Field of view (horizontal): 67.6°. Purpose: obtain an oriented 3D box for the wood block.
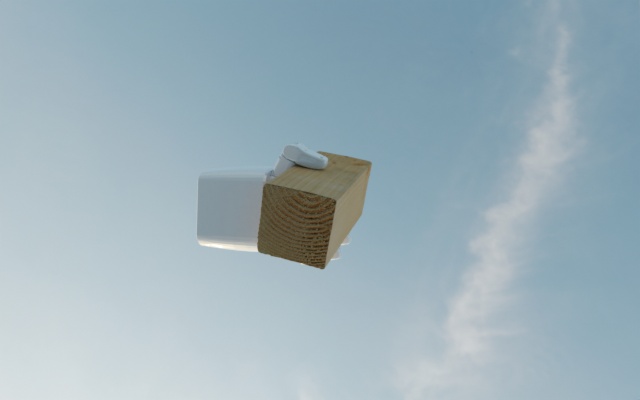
[{"bbox_3d":[0.000,0.002,0.643,0.090,0.091,0.206,13,20,13],"label":"wood block"}]
